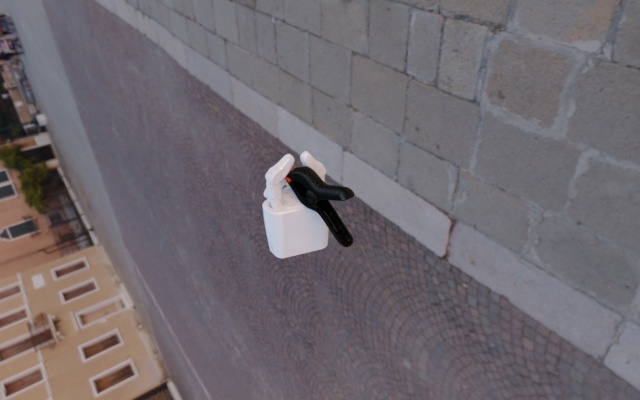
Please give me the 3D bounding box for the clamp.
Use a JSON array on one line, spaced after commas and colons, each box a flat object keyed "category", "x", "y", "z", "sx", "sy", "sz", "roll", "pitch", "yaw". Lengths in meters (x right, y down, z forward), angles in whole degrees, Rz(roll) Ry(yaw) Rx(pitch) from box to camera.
[{"category": "clamp", "x": 0.000, "y": 0.003, "z": 0.801, "sx": 0.039, "sy": 0.120, "sz": 0.171, "roll": -22, "pitch": 37, "yaw": -28}]
